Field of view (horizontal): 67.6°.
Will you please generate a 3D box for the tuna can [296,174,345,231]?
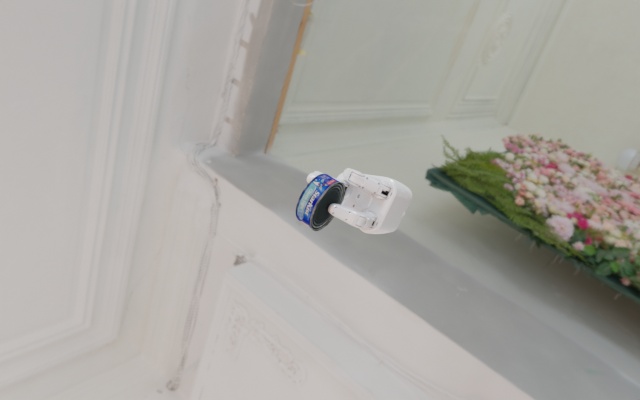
[{"bbox_3d":[0.000,0.002,0.737,0.033,0.086,0.086,32,14,23],"label":"tuna can"}]
